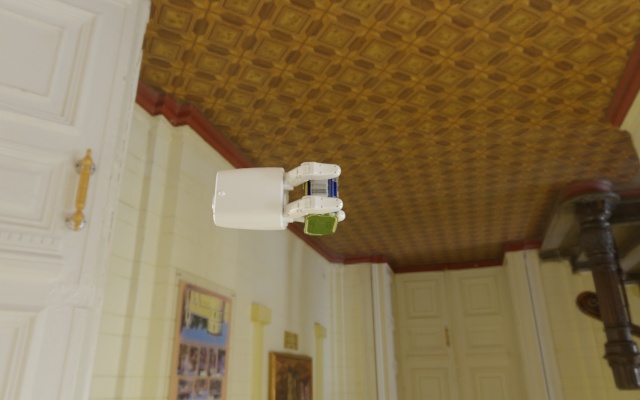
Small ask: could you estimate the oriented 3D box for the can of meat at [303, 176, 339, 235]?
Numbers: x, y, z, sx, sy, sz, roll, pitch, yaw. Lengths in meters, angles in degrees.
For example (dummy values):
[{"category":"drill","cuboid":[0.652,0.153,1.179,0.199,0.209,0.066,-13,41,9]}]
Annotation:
[{"category":"can of meat","cuboid":[0.000,0.003,0.773,0.057,0.084,0.102,1,-22,-3]}]
